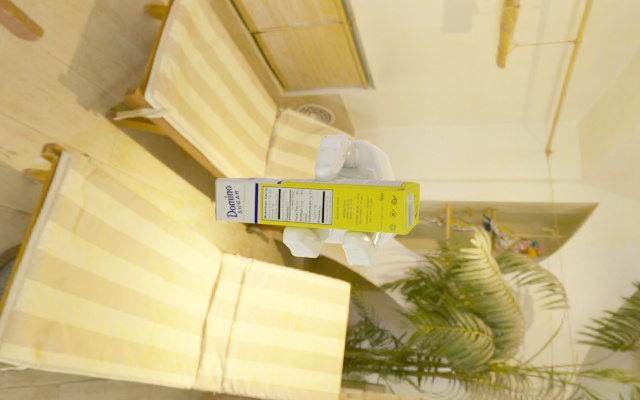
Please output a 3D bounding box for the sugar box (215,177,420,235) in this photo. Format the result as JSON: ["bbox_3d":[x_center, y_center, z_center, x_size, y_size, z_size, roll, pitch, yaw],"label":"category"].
[{"bbox_3d":[0.000,0.002,0.452,0.176,0.048,0.093,1,4,18],"label":"sugar box"}]
